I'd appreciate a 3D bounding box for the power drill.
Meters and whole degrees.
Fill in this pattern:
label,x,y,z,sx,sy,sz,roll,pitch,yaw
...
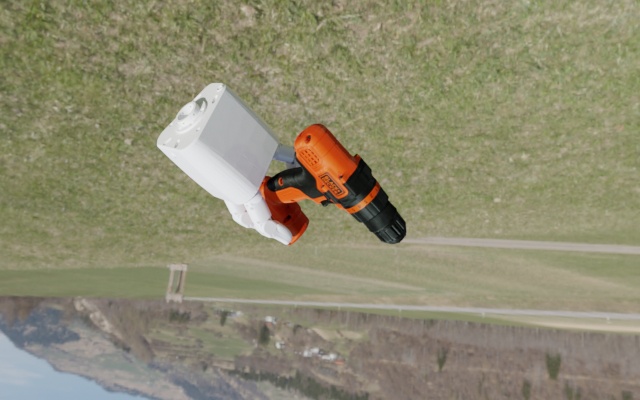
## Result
label,x,y,z,sx,sy,sz,roll,pitch,yaw
power drill,0.000,0.002,0.628,0.188,0.184,0.057,-25,23,47
